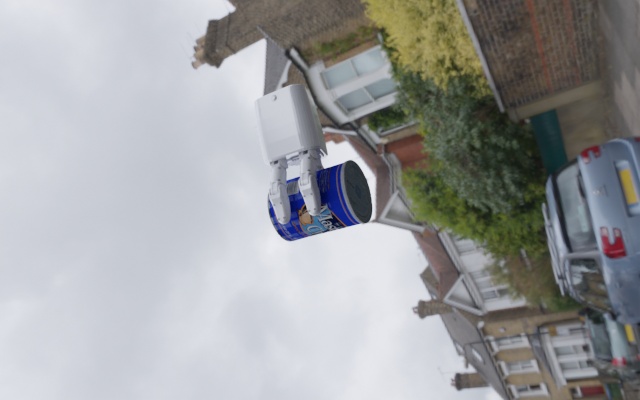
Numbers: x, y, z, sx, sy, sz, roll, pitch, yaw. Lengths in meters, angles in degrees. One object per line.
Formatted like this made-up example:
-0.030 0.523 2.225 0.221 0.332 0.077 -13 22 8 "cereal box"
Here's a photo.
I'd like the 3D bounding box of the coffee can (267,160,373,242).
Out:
0.000 0.003 0.775 0.140 0.103 0.103 -16 -7 25 "coffee can"
